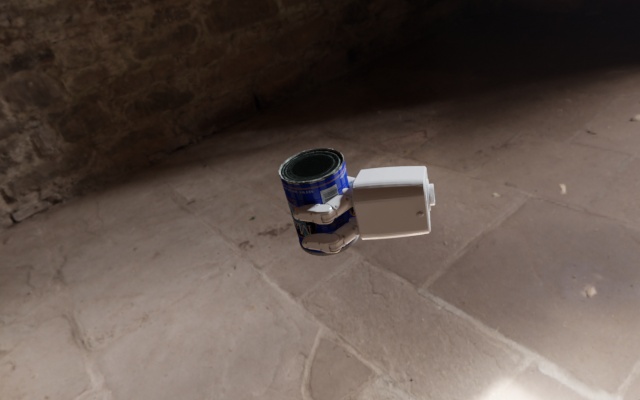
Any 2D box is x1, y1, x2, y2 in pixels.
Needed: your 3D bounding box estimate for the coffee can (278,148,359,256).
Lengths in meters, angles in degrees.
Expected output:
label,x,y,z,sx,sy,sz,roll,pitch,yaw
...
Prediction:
label,x,y,z,sx,sy,sz,roll,pitch,yaw
coffee can,0.000,0.003,0.760,0.103,0.140,0.102,-10,33,7
